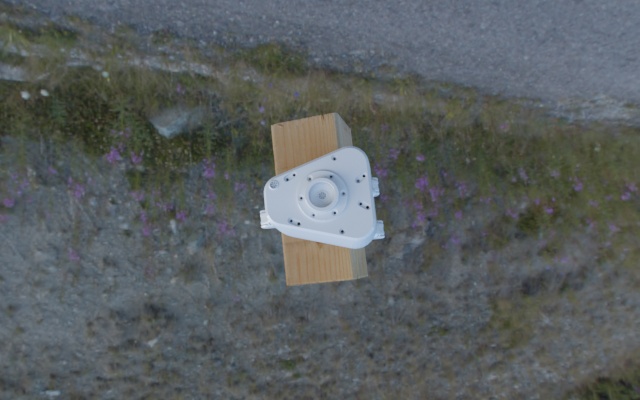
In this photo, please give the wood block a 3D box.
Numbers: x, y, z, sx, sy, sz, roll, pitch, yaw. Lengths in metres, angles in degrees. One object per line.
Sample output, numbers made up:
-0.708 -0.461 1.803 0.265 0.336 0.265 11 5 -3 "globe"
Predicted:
0.000 0.002 0.628 0.091 0.206 0.090 -8 -8 15 "wood block"
